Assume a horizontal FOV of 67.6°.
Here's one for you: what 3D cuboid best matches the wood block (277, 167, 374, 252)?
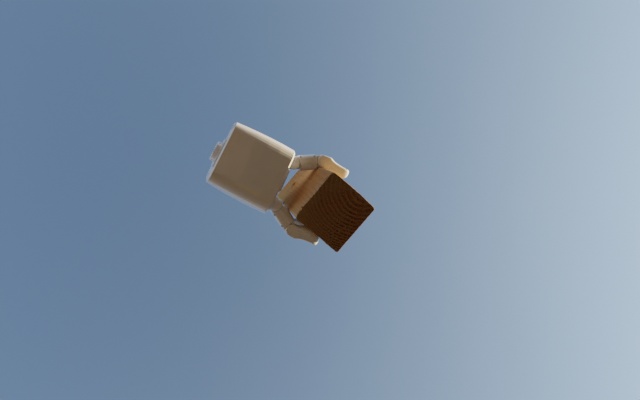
[{"bbox_3d":[0.000,0.002,0.805,0.090,0.091,0.206,41,-1,-16],"label":"wood block"}]
